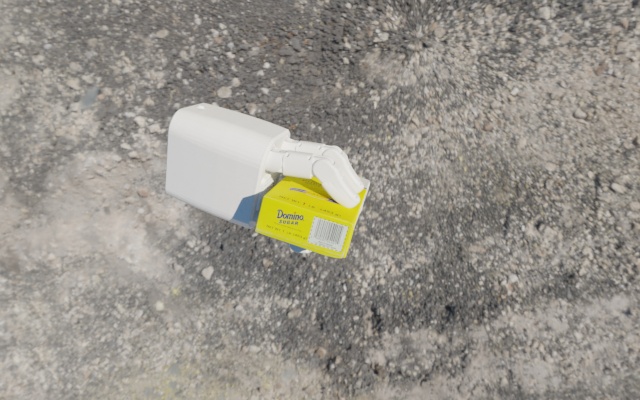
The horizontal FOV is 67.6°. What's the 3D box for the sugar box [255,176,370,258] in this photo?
[{"bbox_3d":[0.000,0.001,0.534,0.093,0.048,0.176,18,21,5],"label":"sugar box"}]
